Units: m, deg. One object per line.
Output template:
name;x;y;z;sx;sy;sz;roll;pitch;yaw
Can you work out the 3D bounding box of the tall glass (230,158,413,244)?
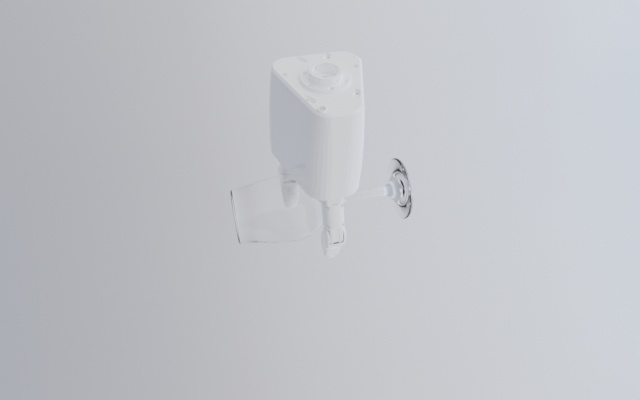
tall glass;0.001;0.002;0.556;0.201;0.079;0.079;-10;2;-12
